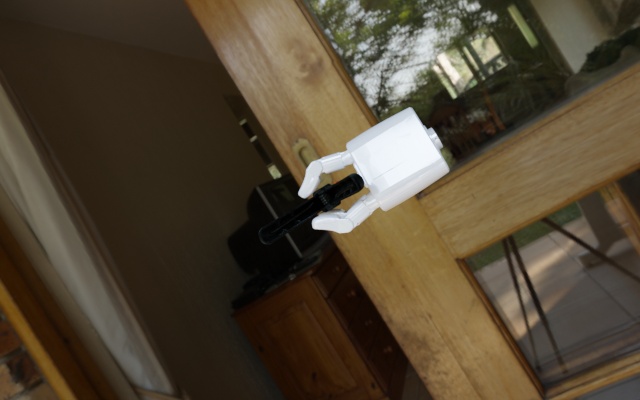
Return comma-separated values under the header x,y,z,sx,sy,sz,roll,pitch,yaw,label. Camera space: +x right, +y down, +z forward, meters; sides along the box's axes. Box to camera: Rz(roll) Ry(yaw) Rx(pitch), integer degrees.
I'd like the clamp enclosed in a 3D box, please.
x,y,z,sx,sy,sz,roll,pitch,yaw,label
0.000,0.001,0.709,0.164,0.036,0.210,-30,1,12,clamp
